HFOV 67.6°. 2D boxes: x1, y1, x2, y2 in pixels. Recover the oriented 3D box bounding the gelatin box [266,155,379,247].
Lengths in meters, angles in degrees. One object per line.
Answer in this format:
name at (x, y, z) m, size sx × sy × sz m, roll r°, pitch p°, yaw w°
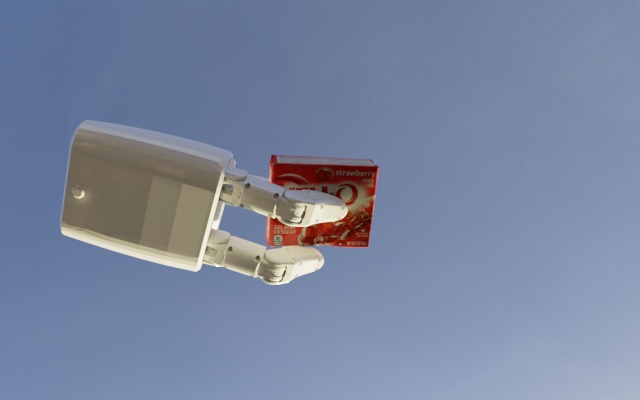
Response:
gelatin box at (0.000, 0.001, 0.404) m, size 0.089 × 0.073 × 0.030 m, roll 2°, pitch 19°, yaw -9°
